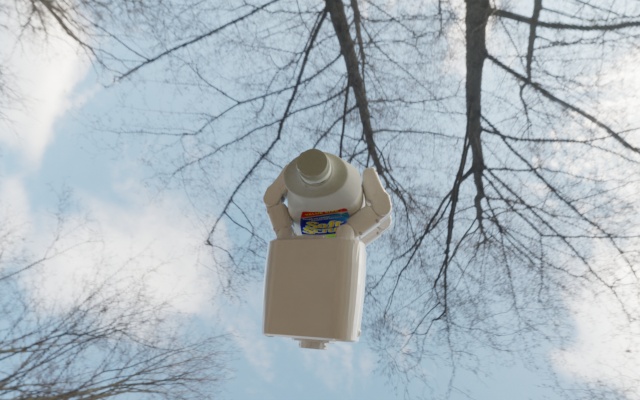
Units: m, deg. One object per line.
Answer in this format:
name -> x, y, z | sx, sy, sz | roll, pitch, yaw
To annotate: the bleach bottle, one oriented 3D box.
bleach bottle -> 0.000, 0.002, 0.556 | 0.102, 0.068, 0.251 | 2, -17, 8
